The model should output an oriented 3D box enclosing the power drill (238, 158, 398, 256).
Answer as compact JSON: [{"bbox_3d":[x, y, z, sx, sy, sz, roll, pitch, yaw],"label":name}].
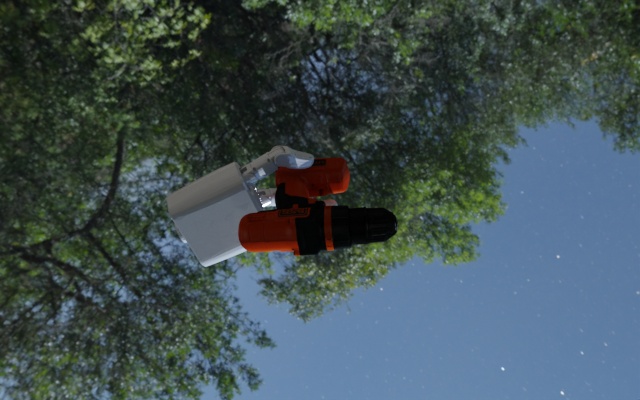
[{"bbox_3d":[0.000,0.002,0.612,0.184,0.057,0.187,-2,24,4],"label":"power drill"}]
